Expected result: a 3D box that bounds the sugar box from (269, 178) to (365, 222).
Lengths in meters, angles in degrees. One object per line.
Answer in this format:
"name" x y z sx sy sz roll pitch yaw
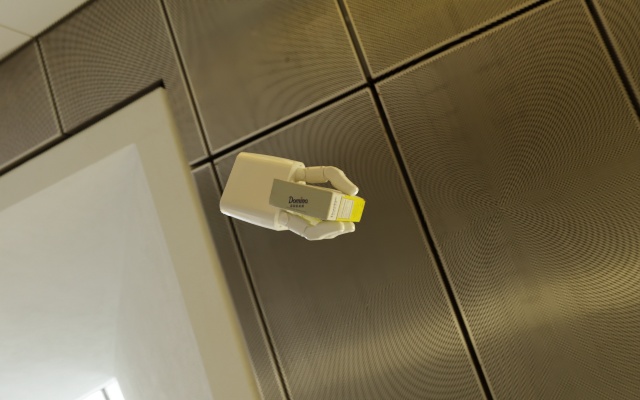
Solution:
"sugar box" 0.000 0.003 0.730 0.093 0.048 0.176 14 4 20
